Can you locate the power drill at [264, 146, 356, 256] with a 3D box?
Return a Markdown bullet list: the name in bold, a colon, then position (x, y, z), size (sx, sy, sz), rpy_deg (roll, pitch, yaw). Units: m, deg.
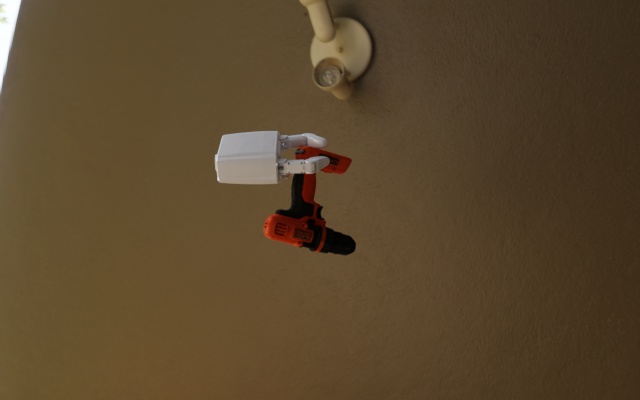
- **power drill**: position (0.000, 0.002, 0.898), size (0.184, 0.187, 0.057), rpy_deg (15, -5, -22)
